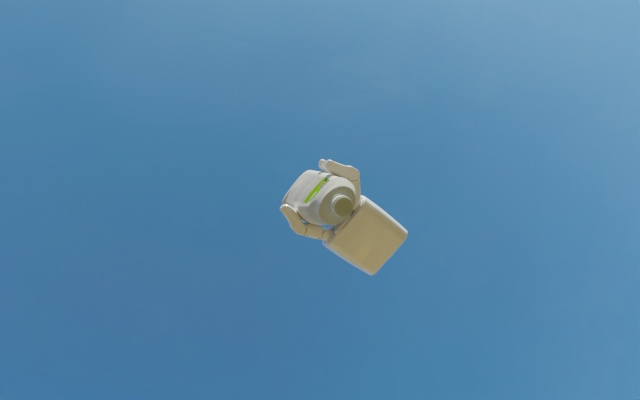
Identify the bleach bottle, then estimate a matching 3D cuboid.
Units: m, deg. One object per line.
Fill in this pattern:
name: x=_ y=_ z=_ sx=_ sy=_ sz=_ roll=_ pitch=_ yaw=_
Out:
bleach bottle: x=0.000 y=0.003 z=0.811 sx=0.068 sy=0.102 sz=0.251 roll=36 pitch=-3 yaw=-15
